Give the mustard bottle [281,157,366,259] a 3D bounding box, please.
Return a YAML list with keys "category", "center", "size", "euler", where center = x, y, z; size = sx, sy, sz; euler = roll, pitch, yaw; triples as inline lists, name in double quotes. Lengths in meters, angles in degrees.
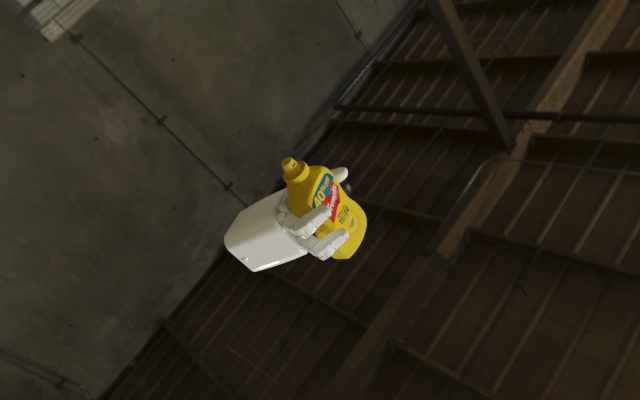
- category: "mustard bottle"
  center: [0.001, 0.003, 0.750]
  size: [0.058, 0.096, 0.192]
  euler: [-4, -41, 41]
